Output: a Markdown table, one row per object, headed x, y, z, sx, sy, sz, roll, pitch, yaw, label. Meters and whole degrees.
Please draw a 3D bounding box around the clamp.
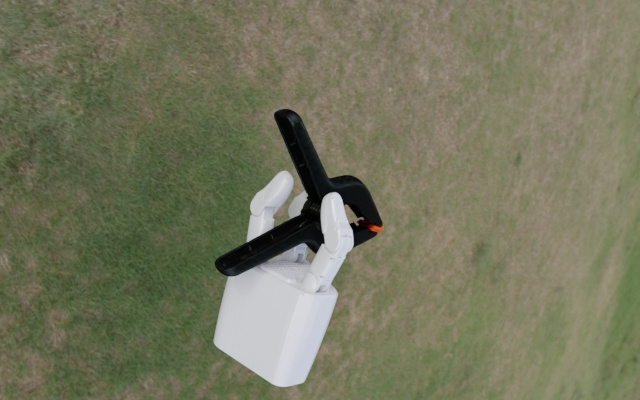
| x | y | z | sx | sy | sz | roll | pitch | yaw | label |
| --- | --- | --- | --- | --- | --- | --- | --- | --- | --- |
| 0.001 | 0.002 | 0.501 | 0.210 | 0.164 | 0.036 | 7 | 16 | -46 | clamp |
